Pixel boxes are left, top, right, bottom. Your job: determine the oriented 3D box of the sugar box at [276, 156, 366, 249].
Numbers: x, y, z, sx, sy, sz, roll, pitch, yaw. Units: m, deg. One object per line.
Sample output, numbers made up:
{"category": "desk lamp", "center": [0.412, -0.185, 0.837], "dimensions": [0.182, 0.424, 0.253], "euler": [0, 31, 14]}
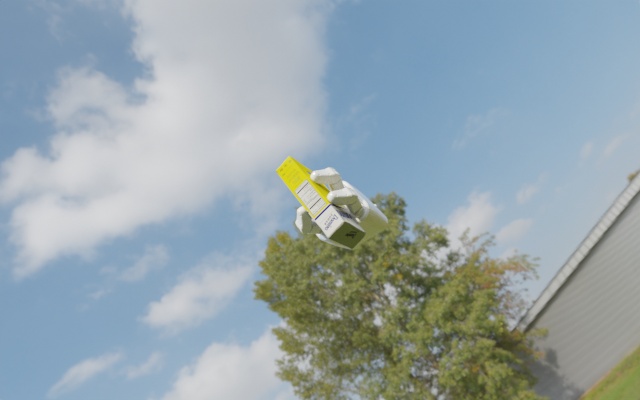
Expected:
{"category": "sugar box", "center": [0.001, 0.002, 0.839], "dimensions": [0.176, 0.048, 0.093], "euler": [47, 10, 32]}
